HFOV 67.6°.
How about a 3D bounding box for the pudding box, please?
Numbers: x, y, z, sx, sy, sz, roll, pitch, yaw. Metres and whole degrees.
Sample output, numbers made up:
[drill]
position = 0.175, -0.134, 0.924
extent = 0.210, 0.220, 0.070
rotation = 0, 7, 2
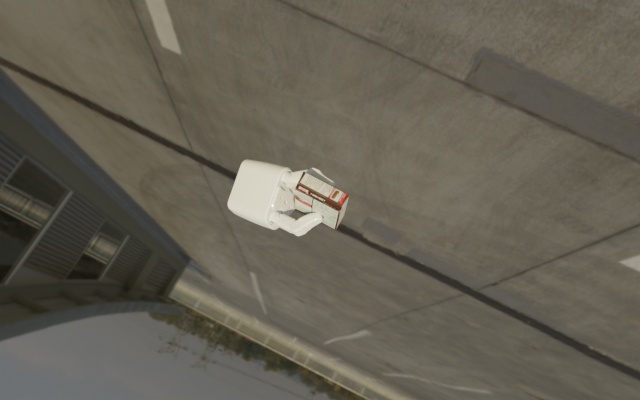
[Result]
[pudding box]
position = 0.000, 0.003, 0.844
extent = 0.090, 0.039, 0.113
rotation = 27, -17, 7
